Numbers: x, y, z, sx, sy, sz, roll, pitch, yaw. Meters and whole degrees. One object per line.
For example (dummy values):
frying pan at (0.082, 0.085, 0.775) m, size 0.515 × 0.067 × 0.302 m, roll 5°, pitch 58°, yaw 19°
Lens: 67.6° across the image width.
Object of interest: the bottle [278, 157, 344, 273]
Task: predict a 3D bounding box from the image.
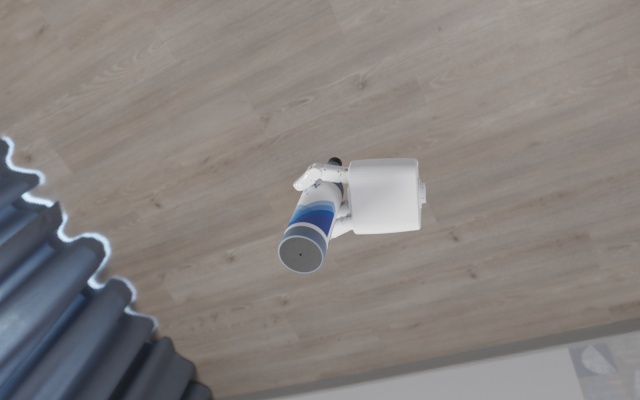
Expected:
bottle at (0.000, 0.003, 0.793) m, size 0.069 × 0.069 × 0.295 m, roll 0°, pitch 30°, yaw 13°
